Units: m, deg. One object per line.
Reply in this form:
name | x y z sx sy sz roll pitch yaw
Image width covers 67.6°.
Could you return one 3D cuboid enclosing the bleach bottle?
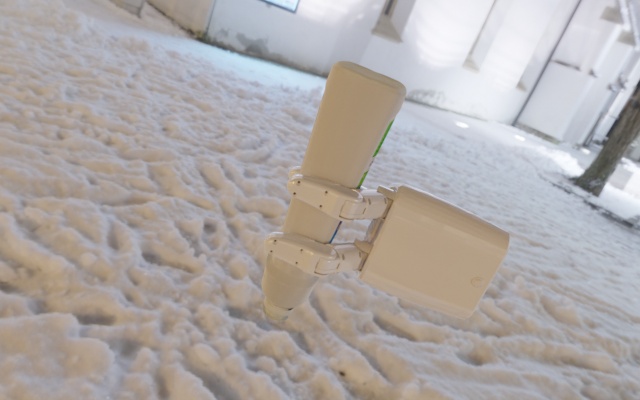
bleach bottle | 0.000 0.001 0.448 0.068 0.251 0.102 23 20 2
